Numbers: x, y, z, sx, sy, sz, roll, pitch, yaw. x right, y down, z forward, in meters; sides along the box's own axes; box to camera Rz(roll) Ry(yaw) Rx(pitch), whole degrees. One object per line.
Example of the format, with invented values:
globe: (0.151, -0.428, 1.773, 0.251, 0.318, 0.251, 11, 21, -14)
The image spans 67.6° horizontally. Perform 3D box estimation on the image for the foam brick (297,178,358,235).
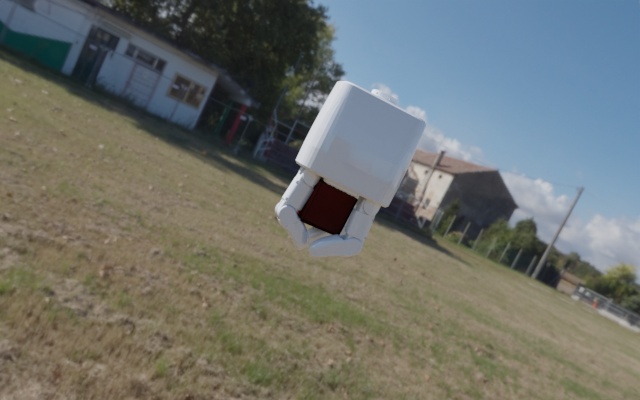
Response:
foam brick: (0.000, 0.002, 0.576, 0.053, 0.051, 0.078, 24, 6, -23)
